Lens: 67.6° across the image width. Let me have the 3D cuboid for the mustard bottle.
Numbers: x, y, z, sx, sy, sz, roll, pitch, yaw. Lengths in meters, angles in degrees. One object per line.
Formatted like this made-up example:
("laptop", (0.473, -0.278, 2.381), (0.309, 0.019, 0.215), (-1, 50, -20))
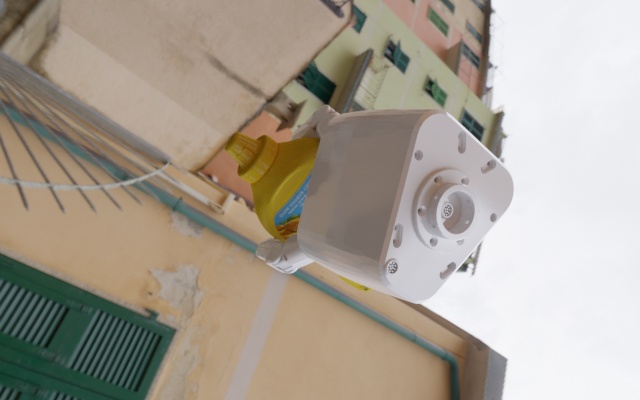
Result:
("mustard bottle", (0.000, 0.001, 0.419), (0.192, 0.096, 0.058), (34, 14, -26))
